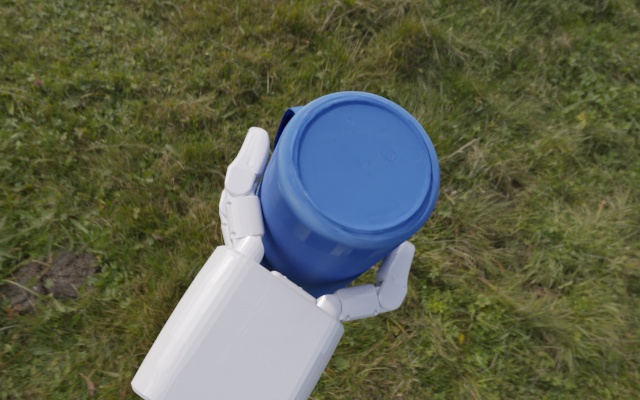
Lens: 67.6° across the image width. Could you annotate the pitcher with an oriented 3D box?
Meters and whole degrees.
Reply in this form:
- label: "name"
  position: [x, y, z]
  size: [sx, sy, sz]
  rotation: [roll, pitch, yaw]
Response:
- label: "pitcher"
  position: [0.000, 0.002, 0.408]
  size: [0.149, 0.145, 0.243]
  rotation: [33, -21, -1]
